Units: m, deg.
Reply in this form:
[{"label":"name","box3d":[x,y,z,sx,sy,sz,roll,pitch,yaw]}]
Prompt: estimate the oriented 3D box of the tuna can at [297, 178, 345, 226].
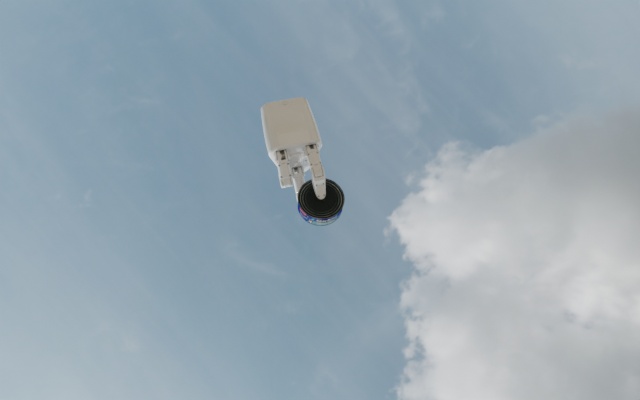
[{"label":"tuna can","box3d":[0.000,0.003,0.877,0.086,0.086,0.034,0,-29,-4]}]
